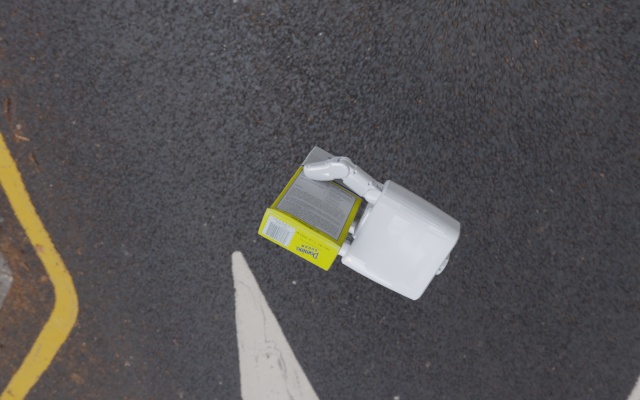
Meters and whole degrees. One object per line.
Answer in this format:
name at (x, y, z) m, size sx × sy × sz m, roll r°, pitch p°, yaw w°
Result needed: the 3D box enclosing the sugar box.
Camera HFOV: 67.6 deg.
sugar box at (0.000, 0.002, 0.599) m, size 0.093 × 0.048 × 0.176 m, roll 29°, pitch 32°, yaw 2°
